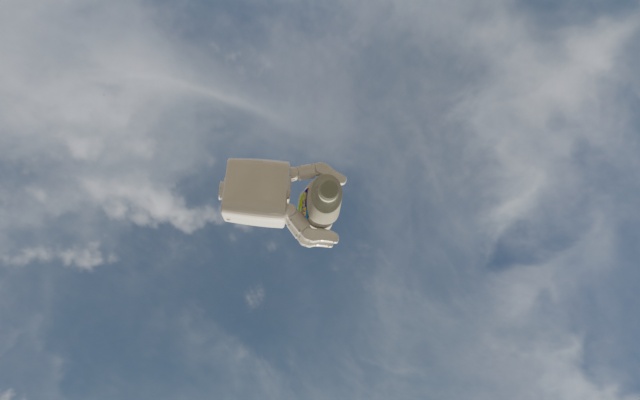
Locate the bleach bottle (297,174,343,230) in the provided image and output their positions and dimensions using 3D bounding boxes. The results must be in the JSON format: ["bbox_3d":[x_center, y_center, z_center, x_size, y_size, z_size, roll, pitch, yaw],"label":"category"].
[{"bbox_3d":[0.000,0.003,0.825,0.068,0.102,0.251,5,-13,-5],"label":"bleach bottle"}]
